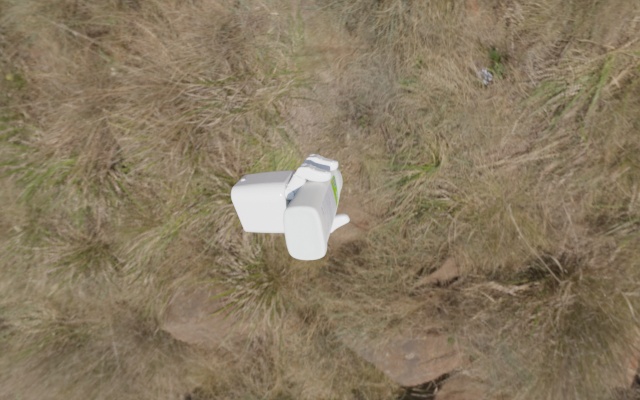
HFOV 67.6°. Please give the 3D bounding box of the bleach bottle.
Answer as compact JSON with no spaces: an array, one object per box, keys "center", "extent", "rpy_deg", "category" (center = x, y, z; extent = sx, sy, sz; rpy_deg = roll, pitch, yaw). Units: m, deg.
[{"center":[0.000,0.003,0.878],"extent":[0.068,0.103,0.250],"rpy_deg":[-2,23,15],"category":"bleach bottle"}]
